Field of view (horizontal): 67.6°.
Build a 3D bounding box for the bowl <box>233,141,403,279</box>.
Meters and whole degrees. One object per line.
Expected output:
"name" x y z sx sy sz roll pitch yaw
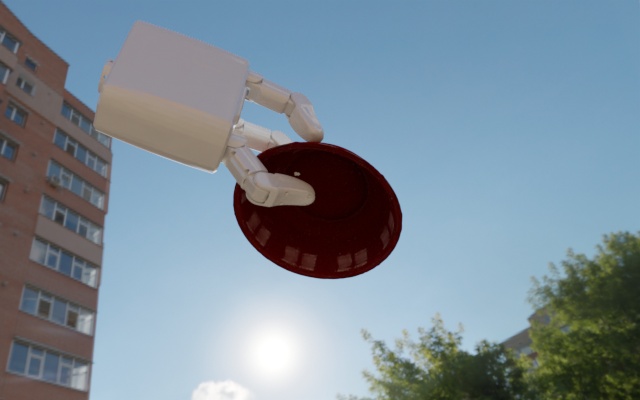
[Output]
"bowl" 0.001 0.002 0.467 0.162 0.162 0.055 0 36 14
